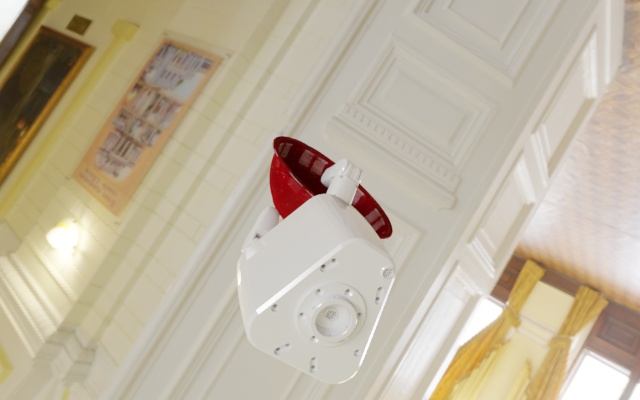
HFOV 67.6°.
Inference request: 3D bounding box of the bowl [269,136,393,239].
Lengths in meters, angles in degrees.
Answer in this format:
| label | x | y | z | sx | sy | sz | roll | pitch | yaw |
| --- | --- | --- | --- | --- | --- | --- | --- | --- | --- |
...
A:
| label | x | y | z | sx | sy | sz | roll | pitch | yaw |
| --- | --- | --- | --- | --- | --- | --- | --- | --- | --- |
| bowl | 0.000 | 0.002 | 0.521 | 0.162 | 0.055 | 0.162 | 35 | 19 | -14 |
